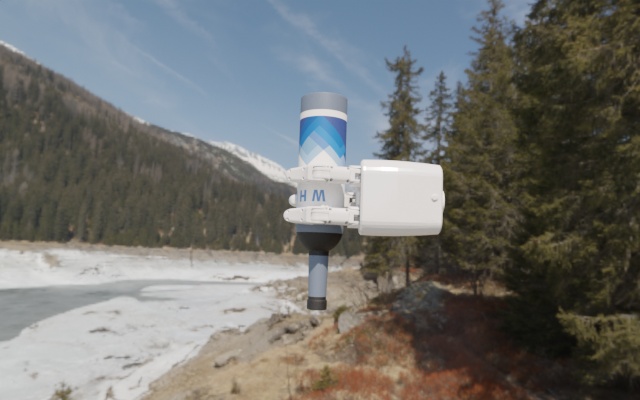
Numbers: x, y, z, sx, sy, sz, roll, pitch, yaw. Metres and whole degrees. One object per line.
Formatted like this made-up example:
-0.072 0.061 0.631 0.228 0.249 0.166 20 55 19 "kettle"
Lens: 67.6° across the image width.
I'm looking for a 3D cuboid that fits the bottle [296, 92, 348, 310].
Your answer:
0.000 0.002 0.666 0.069 0.295 0.069 2 -6 0 "bottle"
